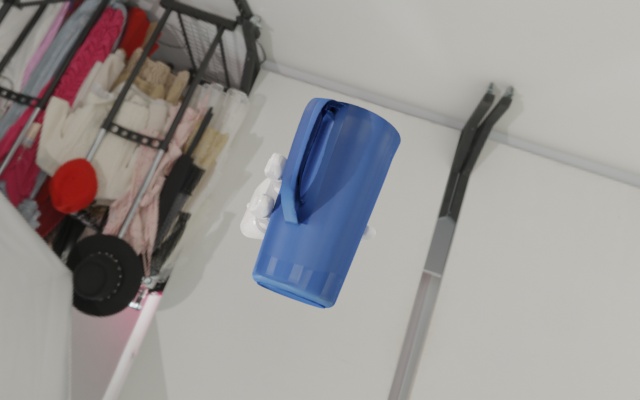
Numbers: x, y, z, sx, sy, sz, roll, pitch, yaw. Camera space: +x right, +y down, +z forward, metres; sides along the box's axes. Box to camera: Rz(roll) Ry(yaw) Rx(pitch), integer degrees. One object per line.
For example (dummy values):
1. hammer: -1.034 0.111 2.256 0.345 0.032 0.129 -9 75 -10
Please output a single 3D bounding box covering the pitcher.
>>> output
1. pitcher: 0.000 0.002 0.600 0.149 0.242 0.145 25 -16 -17
